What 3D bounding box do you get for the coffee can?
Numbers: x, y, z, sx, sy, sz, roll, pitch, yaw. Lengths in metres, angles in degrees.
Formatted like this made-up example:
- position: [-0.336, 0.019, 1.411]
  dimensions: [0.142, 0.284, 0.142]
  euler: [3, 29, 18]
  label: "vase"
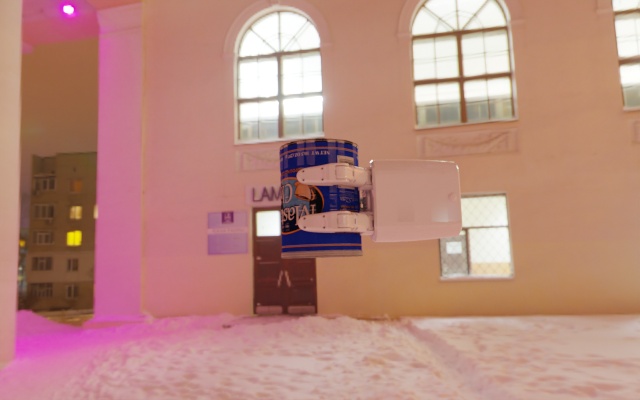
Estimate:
- position: [0.000, 0.002, 0.607]
  dimensions: [0.103, 0.140, 0.103]
  euler: [-2, -7, 0]
  label: "coffee can"
